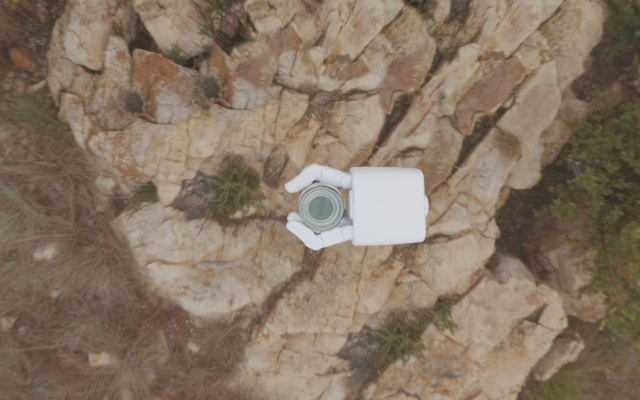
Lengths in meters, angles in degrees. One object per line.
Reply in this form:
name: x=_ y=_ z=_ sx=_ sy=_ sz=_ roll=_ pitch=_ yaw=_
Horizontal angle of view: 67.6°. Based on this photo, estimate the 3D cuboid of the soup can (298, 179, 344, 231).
soup can: x=0.000 y=0.002 z=0.728 sx=0.068 sy=0.068 sz=0.102 roll=0 pitch=11 yaw=-2
